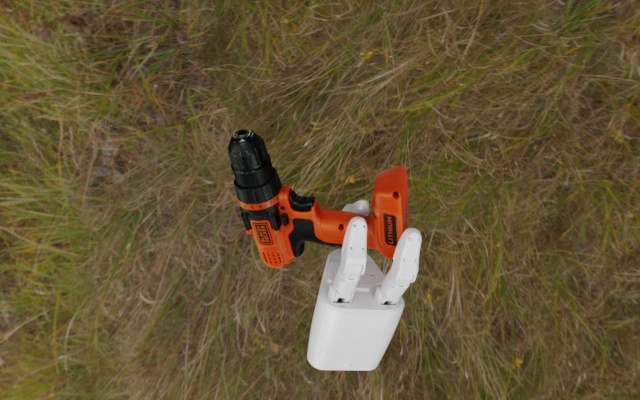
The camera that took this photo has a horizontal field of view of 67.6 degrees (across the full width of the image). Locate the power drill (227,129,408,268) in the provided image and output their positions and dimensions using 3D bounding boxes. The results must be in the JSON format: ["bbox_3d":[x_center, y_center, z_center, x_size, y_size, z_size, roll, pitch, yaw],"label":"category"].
[{"bbox_3d":[0.001,0.002,0.525,0.187,0.185,0.057,1,41,16],"label":"power drill"}]
